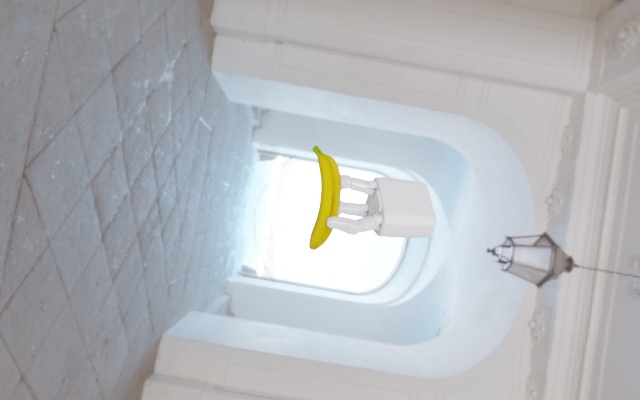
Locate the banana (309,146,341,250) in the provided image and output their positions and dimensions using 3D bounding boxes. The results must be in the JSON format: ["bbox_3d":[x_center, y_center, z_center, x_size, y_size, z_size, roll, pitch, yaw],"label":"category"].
[{"bbox_3d":[0.009,0.004,0.864,0.037,0.198,0.069,-2,14,-27],"label":"banana"}]
